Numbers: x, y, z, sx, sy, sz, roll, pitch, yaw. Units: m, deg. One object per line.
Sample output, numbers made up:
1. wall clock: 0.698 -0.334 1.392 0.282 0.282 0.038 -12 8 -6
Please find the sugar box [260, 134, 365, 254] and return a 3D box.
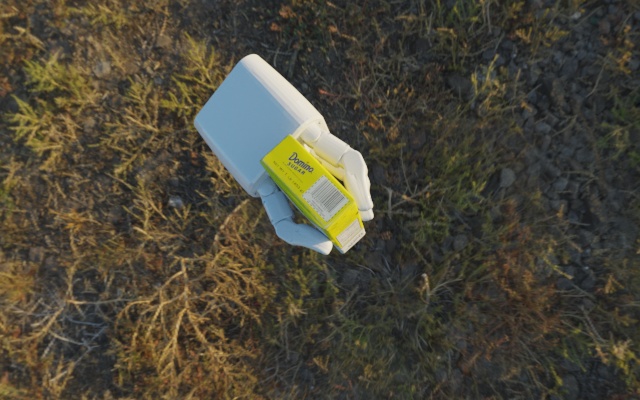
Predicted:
1. sugar box: 0.000 0.001 0.513 0.048 0.093 0.176 -43 -15 0
